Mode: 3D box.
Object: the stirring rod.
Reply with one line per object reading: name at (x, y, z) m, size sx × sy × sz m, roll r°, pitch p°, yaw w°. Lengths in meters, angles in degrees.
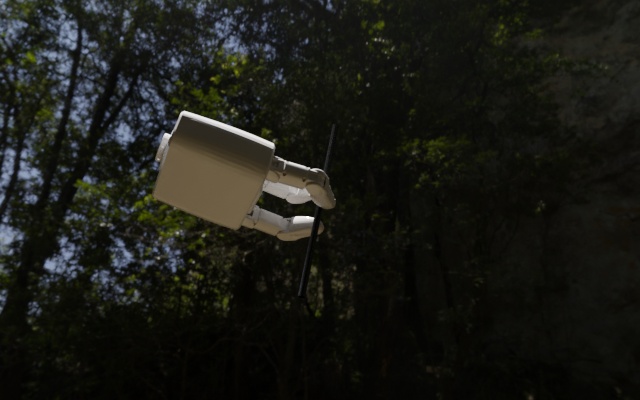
stirring rod at (0.000, 0.002, 0.570) m, size 0.011 × 0.239 × 0.011 m, roll 8°, pitch -31°, yaw 5°
